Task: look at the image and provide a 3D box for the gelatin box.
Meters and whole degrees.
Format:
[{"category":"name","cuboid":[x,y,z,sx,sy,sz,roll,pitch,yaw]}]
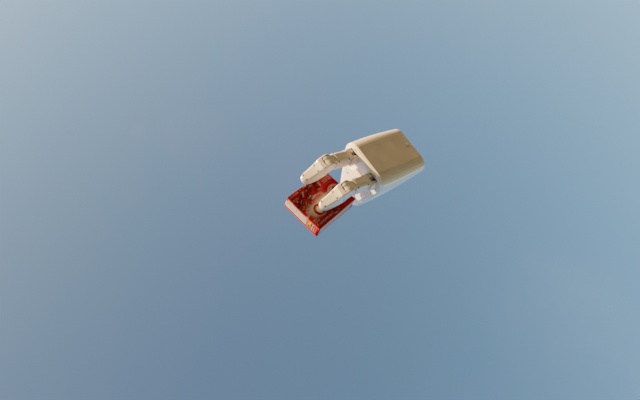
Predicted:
[{"category":"gelatin box","cuboid":[0.000,0.003,0.763,0.089,0.073,0.030,-38,-15,-29]}]
